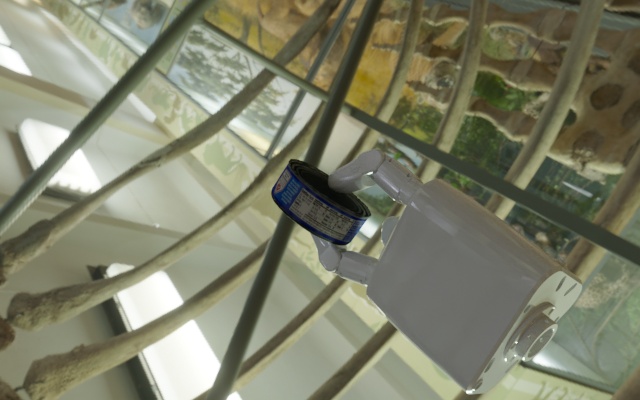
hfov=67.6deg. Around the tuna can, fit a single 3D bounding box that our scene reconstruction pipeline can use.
[{"bbox_3d":[0.000,0.002,0.419,0.086,0.034,0.086,32,13,-9],"label":"tuna can"}]
